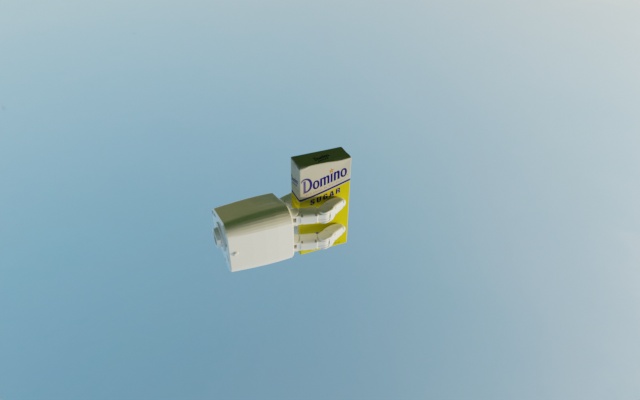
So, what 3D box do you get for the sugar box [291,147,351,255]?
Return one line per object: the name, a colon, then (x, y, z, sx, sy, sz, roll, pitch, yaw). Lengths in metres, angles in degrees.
sugar box: (0.000, 0.003, 0.804, 0.093, 0.176, 0.048, -14, 40, -19)
